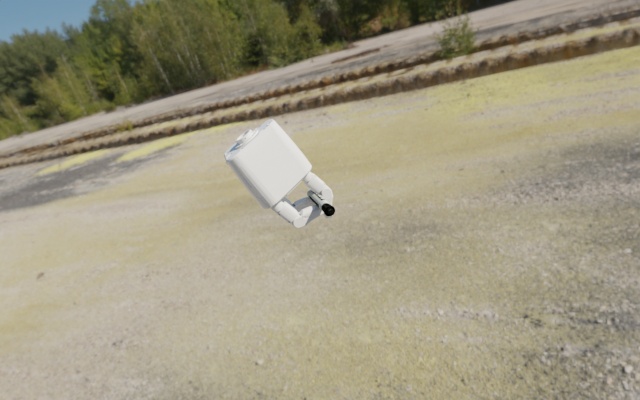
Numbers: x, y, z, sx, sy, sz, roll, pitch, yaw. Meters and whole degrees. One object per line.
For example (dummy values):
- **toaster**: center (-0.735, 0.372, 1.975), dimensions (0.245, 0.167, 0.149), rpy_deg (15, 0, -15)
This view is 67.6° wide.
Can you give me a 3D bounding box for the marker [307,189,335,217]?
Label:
- **marker**: center (0.000, 0.003, 0.815), dimensions (0.020, 0.020, 0.121), rpy_deg (0, 15, -16)
